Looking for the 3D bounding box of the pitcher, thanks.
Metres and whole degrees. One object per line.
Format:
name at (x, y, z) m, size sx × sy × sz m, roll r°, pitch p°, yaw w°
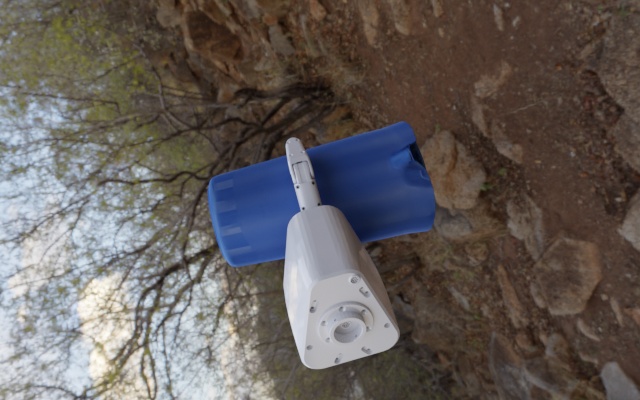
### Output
pitcher at (0.000, 0.002, 0.568) m, size 0.243 × 0.149 × 0.145 m, roll -13°, pitch 29°, yaw -5°
